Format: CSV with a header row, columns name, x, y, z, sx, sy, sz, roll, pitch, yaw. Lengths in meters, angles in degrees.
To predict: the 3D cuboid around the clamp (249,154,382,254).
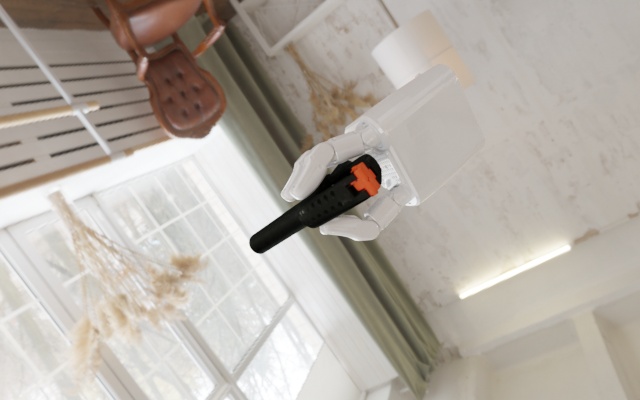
name,x,y,z,sx,sy,sz,roll,pitch,yaw
clamp,0.001,0.002,0.491,0.164,0.036,0.210,-41,6,-12
